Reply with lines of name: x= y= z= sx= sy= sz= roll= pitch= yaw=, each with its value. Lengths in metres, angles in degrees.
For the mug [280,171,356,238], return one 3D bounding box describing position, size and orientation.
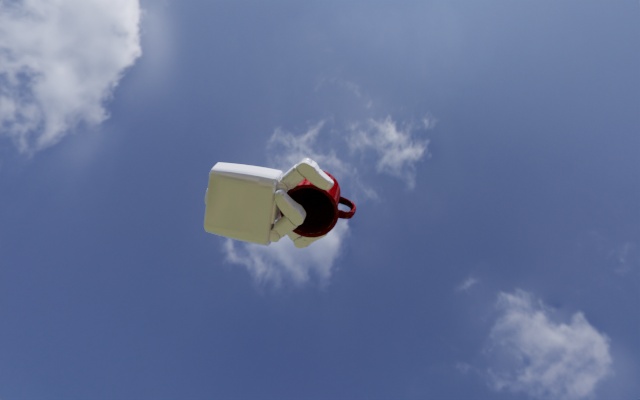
mug: x=0.002 y=0.003 z=0.775 sx=0.117 sy=0.093 sz=0.081 roll=10 pitch=27 yaw=5
